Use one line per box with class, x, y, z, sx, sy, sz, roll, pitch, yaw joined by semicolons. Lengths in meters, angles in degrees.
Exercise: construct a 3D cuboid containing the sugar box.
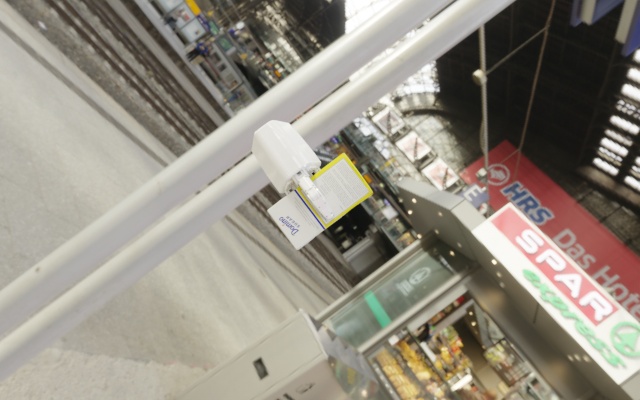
sugar box;0.000;0.003;0.879;0.176;0.093;0.048;-36;-3;0
